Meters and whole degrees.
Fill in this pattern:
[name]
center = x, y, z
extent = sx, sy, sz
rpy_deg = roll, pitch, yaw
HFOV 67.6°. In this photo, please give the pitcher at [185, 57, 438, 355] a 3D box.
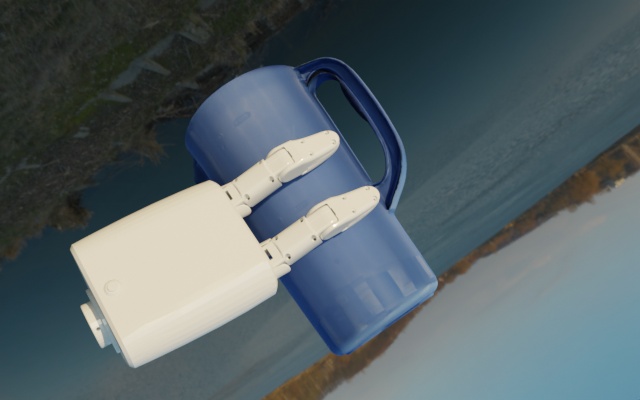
[pitcher]
center = 0.000, 0.002, 0.428
extent = 0.145, 0.242, 0.149
rpy_deg = -26, -18, -29
